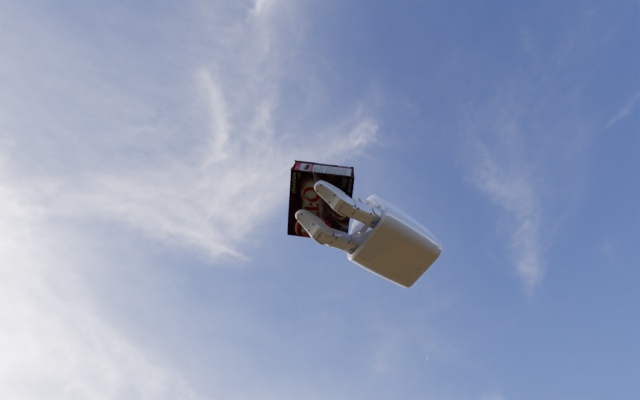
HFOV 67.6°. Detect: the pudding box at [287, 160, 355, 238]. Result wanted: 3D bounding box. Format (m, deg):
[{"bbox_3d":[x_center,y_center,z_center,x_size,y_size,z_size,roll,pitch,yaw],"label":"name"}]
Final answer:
[{"bbox_3d":[0.000,0.002,0.692,0.090,0.113,0.039,6,28,3],"label":"pudding box"}]
